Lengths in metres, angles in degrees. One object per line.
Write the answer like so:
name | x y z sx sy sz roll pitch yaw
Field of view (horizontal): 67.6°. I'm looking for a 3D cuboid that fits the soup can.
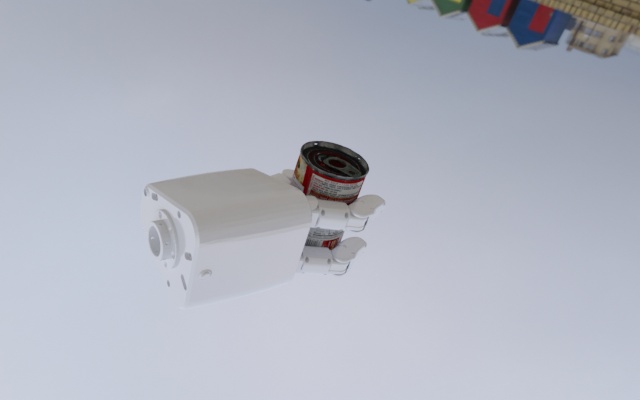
soup can | 0.000 0.002 0.475 0.068 0.102 0.068 14 31 -8
